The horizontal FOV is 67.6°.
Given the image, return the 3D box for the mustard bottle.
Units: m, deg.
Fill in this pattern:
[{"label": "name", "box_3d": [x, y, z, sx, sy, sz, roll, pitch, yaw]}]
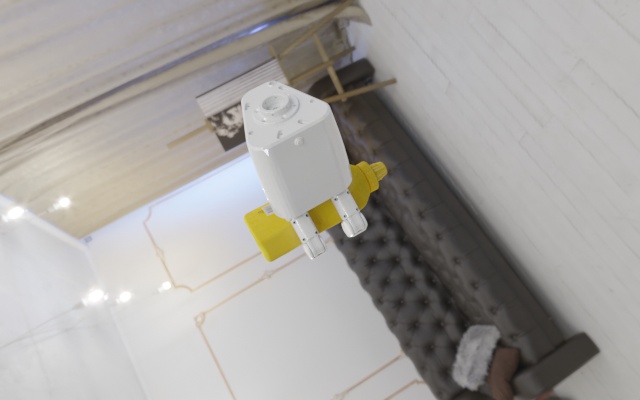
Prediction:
[{"label": "mustard bottle", "box_3d": [0.000, 0.002, 0.608, 0.191, 0.058, 0.096, -29, 23, -9]}]
